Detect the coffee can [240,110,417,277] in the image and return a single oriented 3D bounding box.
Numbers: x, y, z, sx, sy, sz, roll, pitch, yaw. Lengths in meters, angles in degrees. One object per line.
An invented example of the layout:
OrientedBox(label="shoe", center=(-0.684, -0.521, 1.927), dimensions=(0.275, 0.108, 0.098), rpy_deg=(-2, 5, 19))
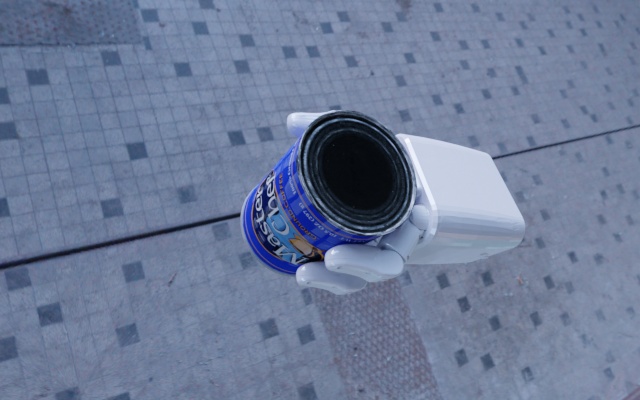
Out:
OrientedBox(label="coffee can", center=(0.000, 0.001, 0.414), dimensions=(0.103, 0.102, 0.140), rpy_deg=(0, -20, -27))
